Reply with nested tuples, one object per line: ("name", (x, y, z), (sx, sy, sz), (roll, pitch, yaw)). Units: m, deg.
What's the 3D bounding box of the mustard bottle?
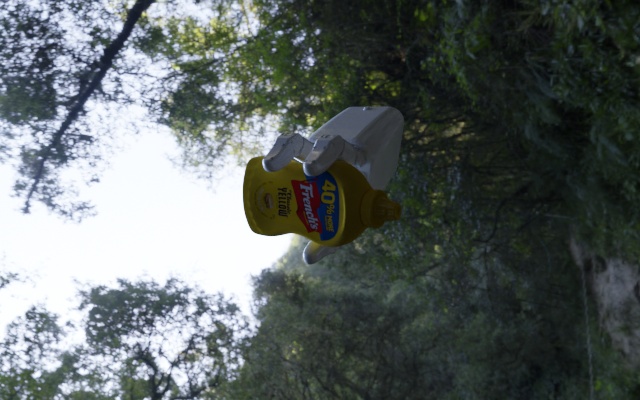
("mustard bottle", (0.000, 0.002, 0.535), (0.191, 0.096, 0.058), (7, 12, 33))
